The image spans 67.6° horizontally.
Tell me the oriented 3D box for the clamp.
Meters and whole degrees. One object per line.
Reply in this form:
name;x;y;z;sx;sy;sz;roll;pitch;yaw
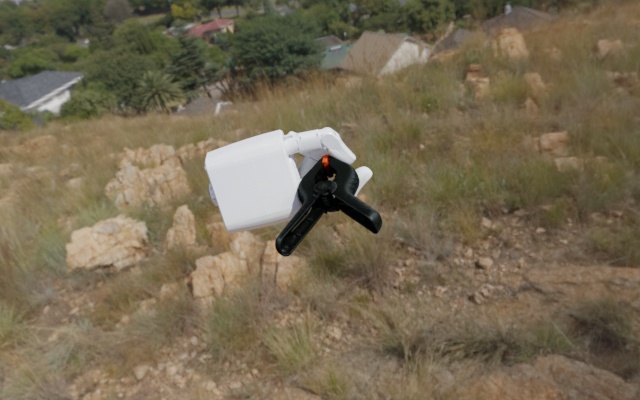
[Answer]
clamp;0.000;0.001;0.573;0.120;0.039;0.171;-15;30;2
